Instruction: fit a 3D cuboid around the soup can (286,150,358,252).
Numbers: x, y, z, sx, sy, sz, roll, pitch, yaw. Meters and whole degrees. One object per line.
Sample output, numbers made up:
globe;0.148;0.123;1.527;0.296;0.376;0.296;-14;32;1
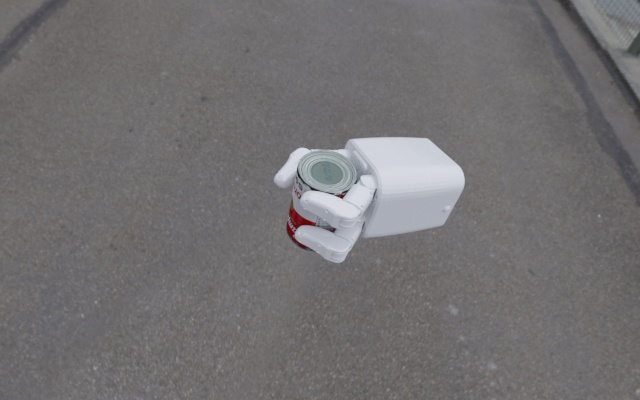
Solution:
soup can;0.000;0.002;0.543;0.068;0.068;0.102;0;-42;-12
